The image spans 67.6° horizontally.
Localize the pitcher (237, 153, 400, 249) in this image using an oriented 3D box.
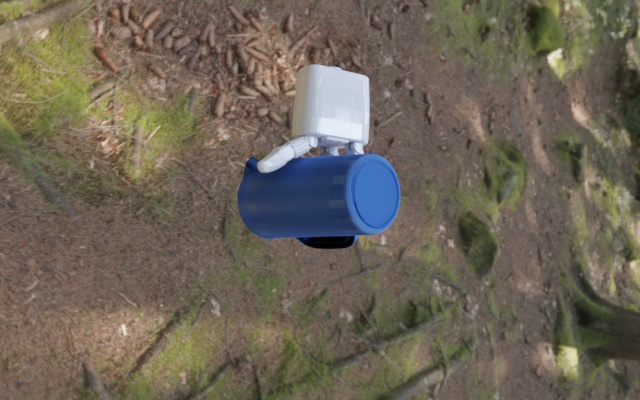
[{"bbox_3d":[0.000,0.002,0.715,0.149,0.145,0.243,6,-5,-41],"label":"pitcher"}]
